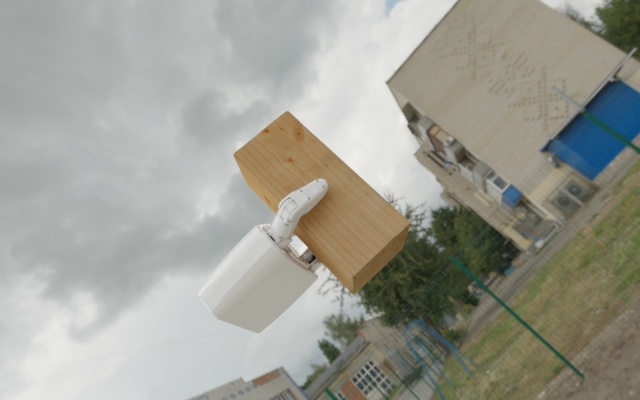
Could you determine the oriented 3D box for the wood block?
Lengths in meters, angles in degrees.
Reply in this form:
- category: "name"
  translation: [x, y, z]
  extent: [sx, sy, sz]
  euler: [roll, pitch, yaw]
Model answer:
- category: "wood block"
  translation: [0.000, 0.002, 0.580]
  extent: [0.090, 0.206, 0.091]
  euler: [-41, -20, -13]
